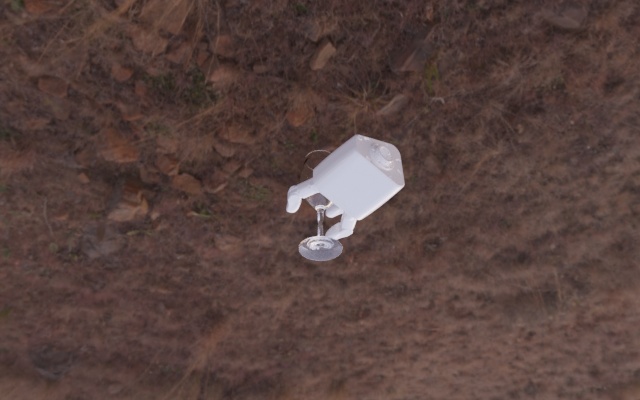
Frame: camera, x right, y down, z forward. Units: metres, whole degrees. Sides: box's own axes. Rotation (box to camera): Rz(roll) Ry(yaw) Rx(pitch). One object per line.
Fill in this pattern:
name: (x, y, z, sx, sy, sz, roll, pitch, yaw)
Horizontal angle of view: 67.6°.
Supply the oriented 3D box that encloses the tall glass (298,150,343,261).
tall glass: (0.000, 0.003, 0.858, 0.079, 0.200, 0.079, 0, -38, 0)
